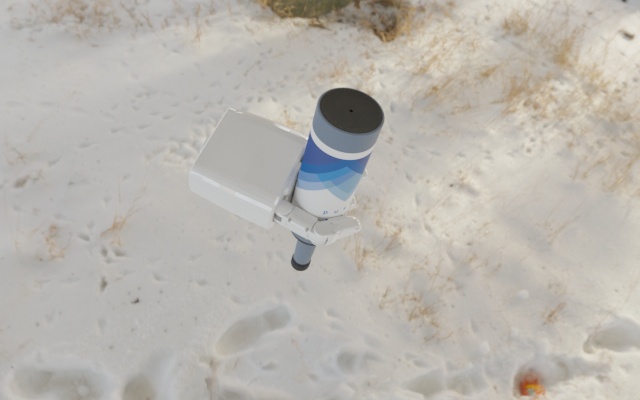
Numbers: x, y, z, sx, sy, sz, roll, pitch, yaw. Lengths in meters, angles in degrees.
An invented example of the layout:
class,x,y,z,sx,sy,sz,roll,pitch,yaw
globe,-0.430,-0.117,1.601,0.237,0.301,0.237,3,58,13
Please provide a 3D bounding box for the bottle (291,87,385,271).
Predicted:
class,x,y,z,sx,sy,sz,roll,pitch,yaw
bottle,0.000,0.002,0.566,0.069,0.069,0.296,0,-36,-14
